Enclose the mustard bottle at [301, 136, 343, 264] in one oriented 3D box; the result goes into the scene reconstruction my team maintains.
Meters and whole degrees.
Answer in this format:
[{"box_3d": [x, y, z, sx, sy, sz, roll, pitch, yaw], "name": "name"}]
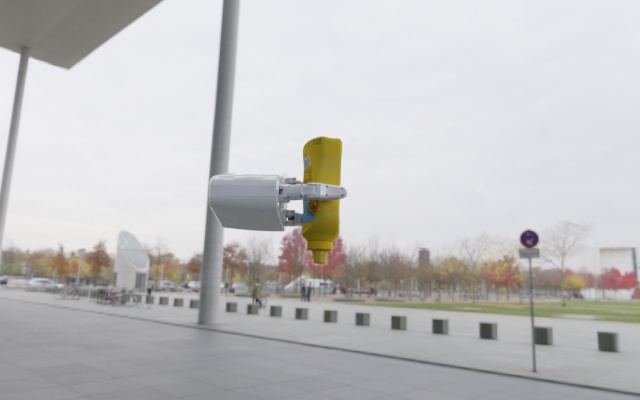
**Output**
[{"box_3d": [0.000, 0.002, 0.749, 0.058, 0.191, 0.096, 5, -11, -20], "name": "mustard bottle"}]
